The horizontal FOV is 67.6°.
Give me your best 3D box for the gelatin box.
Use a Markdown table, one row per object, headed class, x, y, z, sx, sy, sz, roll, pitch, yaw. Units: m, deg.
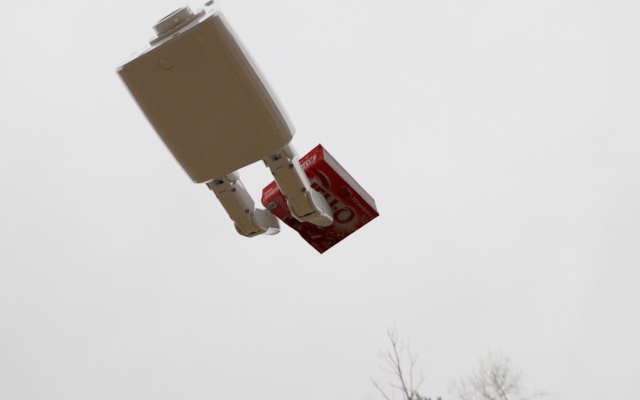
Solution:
| class | x | y | z | sx | sy | sz | roll | pitch | yaw |
| --- | --- | --- | --- | --- | --- | --- | --- | --- | --- |
| gelatin box | 0.000 | 0.001 | 0.451 | 0.073 | 0.089 | 0.030 | -36 | 32 | 19 |
